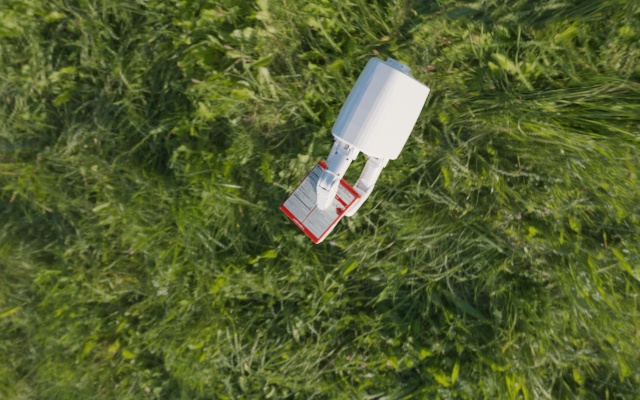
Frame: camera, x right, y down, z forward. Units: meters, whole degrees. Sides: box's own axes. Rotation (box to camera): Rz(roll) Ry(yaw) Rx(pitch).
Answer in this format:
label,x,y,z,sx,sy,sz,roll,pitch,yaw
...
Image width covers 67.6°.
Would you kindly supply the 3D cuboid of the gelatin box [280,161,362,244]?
label,x,y,z,sx,sy,sz,roll,pitch,yaw
gelatin box,0.000,0.002,0.654,0.073,0.089,0.030,43,13,10
